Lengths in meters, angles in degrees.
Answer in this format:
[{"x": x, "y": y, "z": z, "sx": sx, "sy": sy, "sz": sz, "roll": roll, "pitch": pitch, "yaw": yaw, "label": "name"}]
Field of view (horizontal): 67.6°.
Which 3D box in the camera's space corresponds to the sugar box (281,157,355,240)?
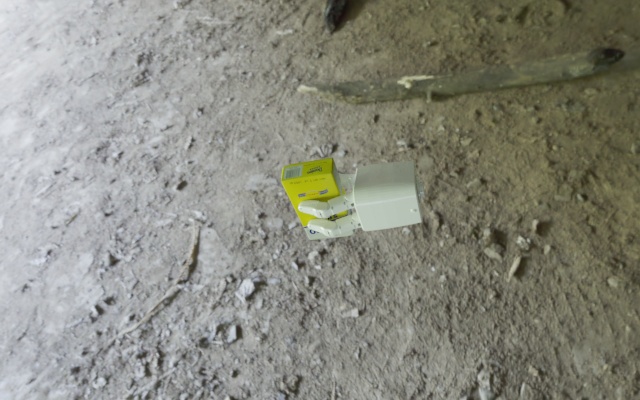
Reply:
[{"x": 0.000, "y": 0.003, "z": 0.869, "sx": 0.093, "sy": 0.048, "sz": 0.176, "roll": -8, "pitch": -44, "yaw": 15, "label": "sugar box"}]
